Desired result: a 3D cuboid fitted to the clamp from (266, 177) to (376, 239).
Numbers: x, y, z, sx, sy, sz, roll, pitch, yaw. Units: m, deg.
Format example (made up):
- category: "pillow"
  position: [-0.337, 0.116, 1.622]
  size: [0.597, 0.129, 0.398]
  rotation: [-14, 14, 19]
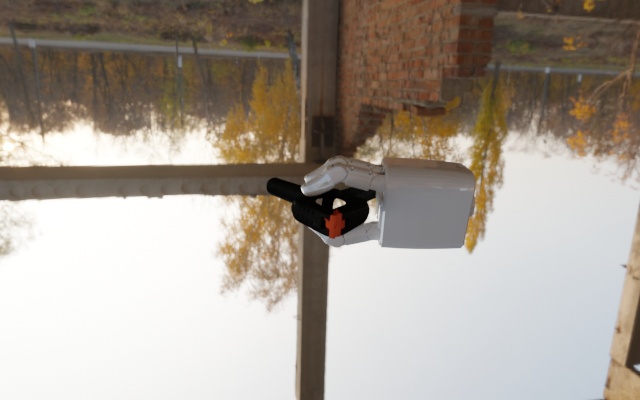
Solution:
- category: "clamp"
  position: [0.000, 0.003, 0.612]
  size: [0.164, 0.036, 0.210]
  rotation: [2, 14, 3]
